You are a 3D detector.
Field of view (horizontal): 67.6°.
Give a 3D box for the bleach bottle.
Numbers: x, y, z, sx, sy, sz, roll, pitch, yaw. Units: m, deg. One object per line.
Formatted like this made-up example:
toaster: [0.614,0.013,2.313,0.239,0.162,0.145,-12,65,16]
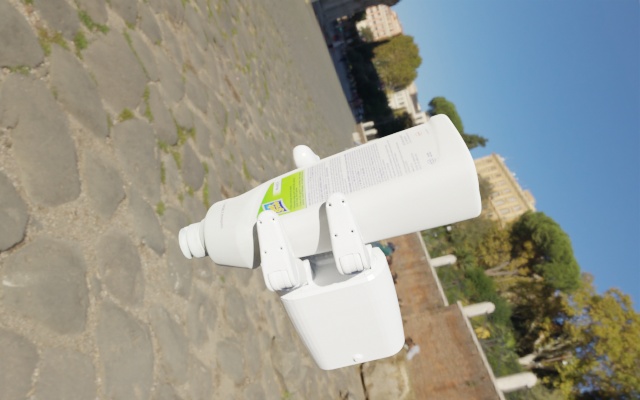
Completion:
bleach bottle: [0.000,0.001,0.416,0.251,0.068,0.102,-15,32,8]
